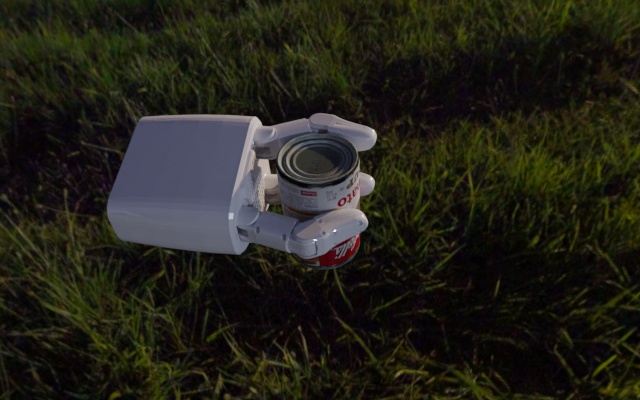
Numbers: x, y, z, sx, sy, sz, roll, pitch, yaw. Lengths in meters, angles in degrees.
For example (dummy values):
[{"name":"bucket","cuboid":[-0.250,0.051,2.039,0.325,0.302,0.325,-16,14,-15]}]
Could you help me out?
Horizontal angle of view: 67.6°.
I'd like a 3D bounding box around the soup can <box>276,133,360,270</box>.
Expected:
[{"name":"soup can","cuboid":[0.001,0.001,0.409,0.068,0.102,0.068,-2,44,2]}]
